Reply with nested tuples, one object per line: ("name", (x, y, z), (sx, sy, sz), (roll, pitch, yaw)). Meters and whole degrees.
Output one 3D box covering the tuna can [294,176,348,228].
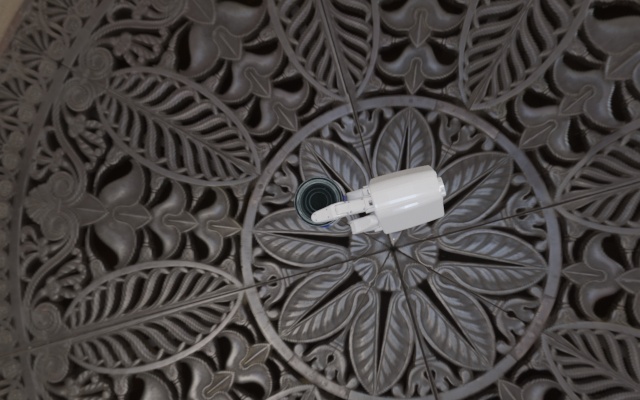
("tuna can", (0.000, 0.003, 0.794), (0.086, 0.086, 0.034), (0, -3, 14))
